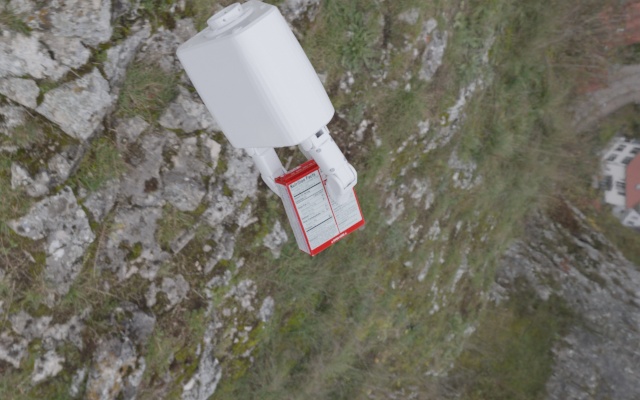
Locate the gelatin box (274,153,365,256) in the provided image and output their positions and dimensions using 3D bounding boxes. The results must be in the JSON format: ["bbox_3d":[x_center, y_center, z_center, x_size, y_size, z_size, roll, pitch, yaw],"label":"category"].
[{"bbox_3d":[0.000,0.002,0.500,0.073,0.089,0.030,-30,25,-24],"label":"gelatin box"}]
